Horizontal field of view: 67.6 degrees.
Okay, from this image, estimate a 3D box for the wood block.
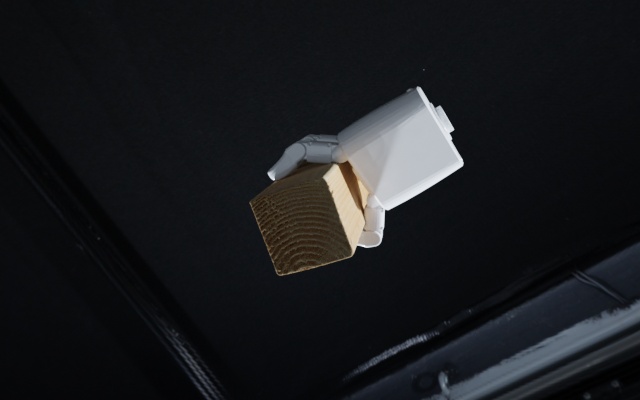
[{"bbox_3d":[0.001,0.002,0.589,0.090,0.091,0.206,-17,11,16],"label":"wood block"}]
